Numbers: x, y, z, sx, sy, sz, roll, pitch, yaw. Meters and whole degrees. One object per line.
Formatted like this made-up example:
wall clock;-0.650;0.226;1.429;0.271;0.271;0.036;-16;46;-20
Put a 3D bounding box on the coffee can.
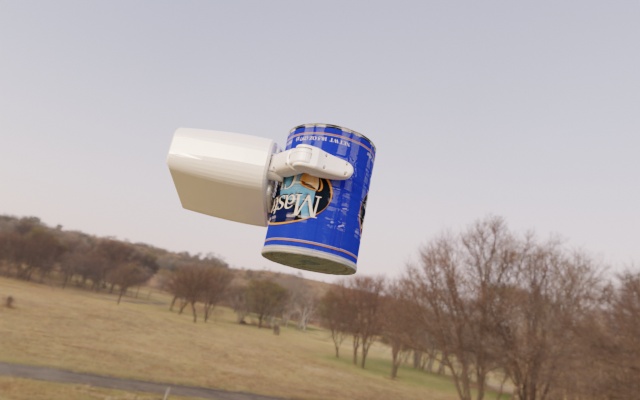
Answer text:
coffee can;0.000;0.002;0.522;0.103;0.140;0.103;10;-17;3
